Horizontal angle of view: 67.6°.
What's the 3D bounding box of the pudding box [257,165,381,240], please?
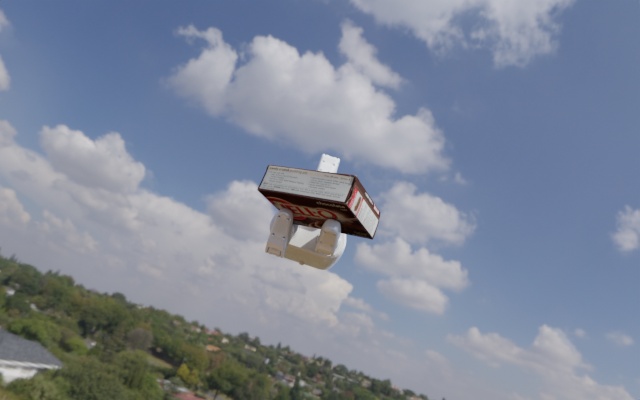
[{"bbox_3d":[0.000,0.002,0.530,0.113,0.039,0.090,7,-23,29],"label":"pudding box"}]
